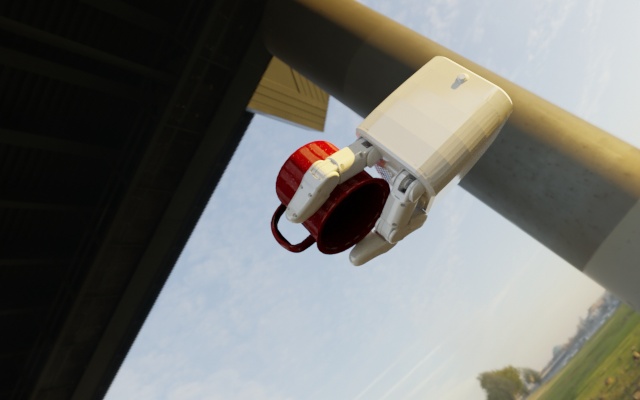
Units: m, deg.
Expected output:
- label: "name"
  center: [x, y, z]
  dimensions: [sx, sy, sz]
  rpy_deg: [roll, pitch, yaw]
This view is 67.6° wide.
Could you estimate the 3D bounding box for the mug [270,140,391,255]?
- label: "mug"
  center: [-0.001, 0.002, 0.477]
  dimensions: [0.081, 0.117, 0.093]
  rpy_deg: [44, -5, 31]
